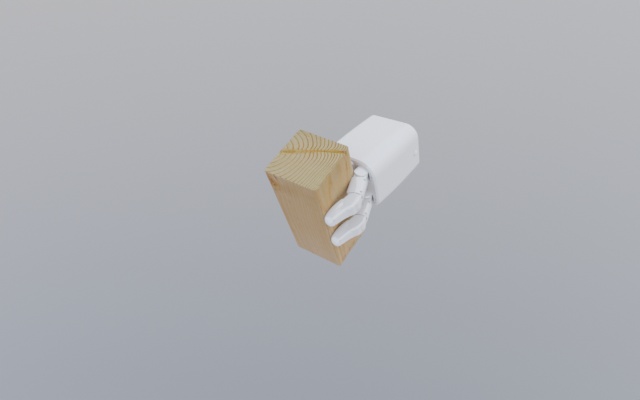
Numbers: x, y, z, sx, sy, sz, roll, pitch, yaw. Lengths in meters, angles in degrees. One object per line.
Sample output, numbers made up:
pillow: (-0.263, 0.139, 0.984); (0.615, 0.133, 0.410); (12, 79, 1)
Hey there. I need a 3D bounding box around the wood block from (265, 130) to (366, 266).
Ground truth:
wood block: (0.000, 0.002, 0.745); (0.091, 0.090, 0.206); (23, -28, 28)
